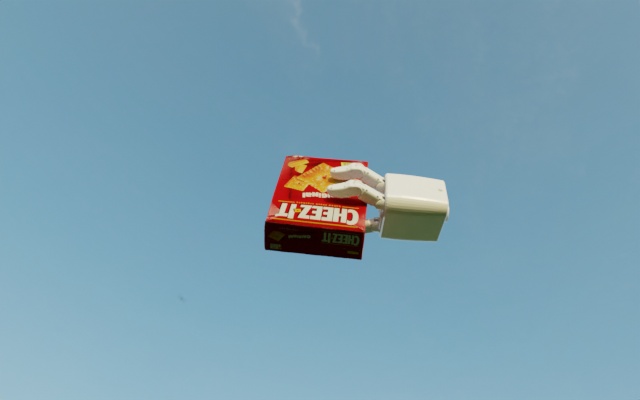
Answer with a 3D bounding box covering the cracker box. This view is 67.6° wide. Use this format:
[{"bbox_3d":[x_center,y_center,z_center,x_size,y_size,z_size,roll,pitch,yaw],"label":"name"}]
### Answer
[{"bbox_3d":[0.000,0.003,0.853,0.164,0.072,0.213,5,36,4],"label":"cracker box"}]
